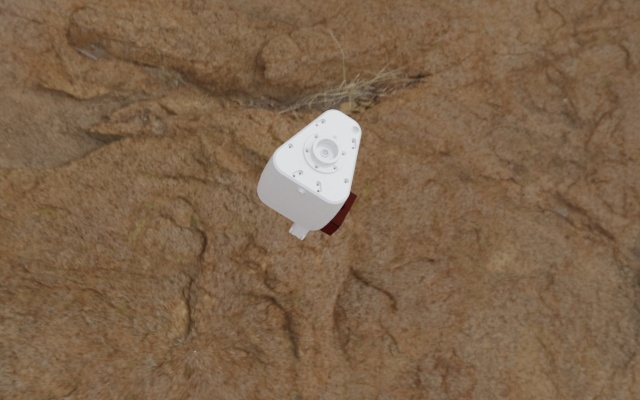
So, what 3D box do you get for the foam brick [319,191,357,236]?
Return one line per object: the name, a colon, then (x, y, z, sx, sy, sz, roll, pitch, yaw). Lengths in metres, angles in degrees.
foam brick: (0.000, 0.002, 0.644, 0.078, 0.053, 0.051, 32, -23, -3)
